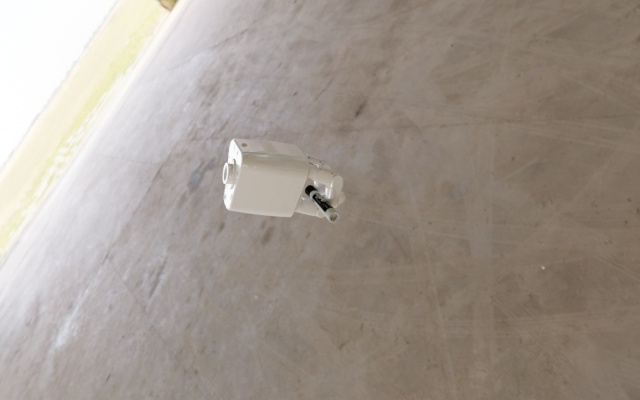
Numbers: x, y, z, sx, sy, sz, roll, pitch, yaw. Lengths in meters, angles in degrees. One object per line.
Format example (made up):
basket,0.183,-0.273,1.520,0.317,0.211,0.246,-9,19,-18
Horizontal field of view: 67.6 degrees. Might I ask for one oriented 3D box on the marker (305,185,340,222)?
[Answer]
marker,0.000,0.003,0.783,0.020,0.020,0.121,0,23,-22
